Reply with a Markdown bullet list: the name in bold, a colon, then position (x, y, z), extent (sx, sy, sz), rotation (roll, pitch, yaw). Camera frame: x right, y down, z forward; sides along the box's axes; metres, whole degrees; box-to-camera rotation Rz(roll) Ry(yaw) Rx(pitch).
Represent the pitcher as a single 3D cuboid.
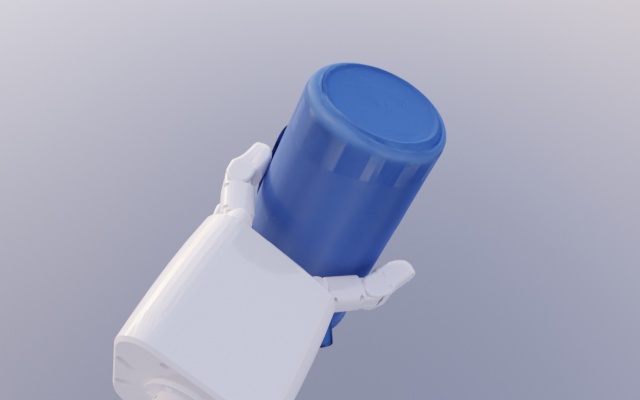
- **pitcher**: position (0.000, 0.002, 0.420), extent (0.149, 0.243, 0.145), rotation (30, 43, 4)
